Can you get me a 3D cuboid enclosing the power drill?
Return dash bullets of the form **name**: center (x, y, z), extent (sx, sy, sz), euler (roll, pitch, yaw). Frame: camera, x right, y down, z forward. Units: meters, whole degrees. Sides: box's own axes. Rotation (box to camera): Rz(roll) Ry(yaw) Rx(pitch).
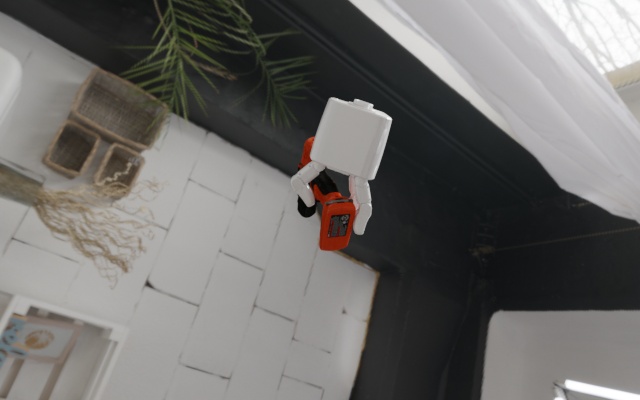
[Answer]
- **power drill**: center (0.000, 0.003, 0.883), extent (0.057, 0.185, 0.187), euler (-7, 42, -18)
